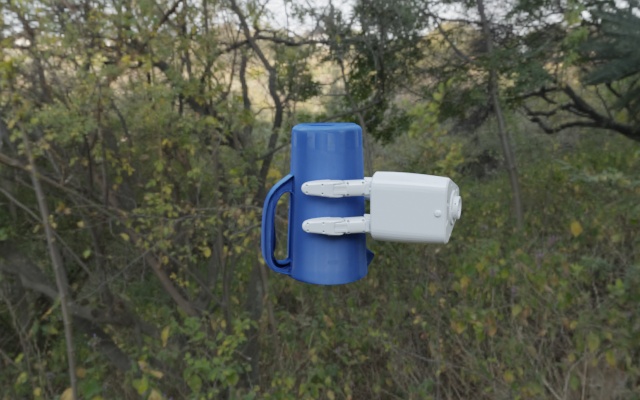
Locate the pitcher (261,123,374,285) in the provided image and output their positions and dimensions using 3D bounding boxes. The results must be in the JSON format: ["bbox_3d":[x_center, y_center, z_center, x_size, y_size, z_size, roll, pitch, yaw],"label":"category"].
[{"bbox_3d":[0.000,0.002,0.750,0.145,0.243,0.149,5,12,26],"label":"pitcher"}]
